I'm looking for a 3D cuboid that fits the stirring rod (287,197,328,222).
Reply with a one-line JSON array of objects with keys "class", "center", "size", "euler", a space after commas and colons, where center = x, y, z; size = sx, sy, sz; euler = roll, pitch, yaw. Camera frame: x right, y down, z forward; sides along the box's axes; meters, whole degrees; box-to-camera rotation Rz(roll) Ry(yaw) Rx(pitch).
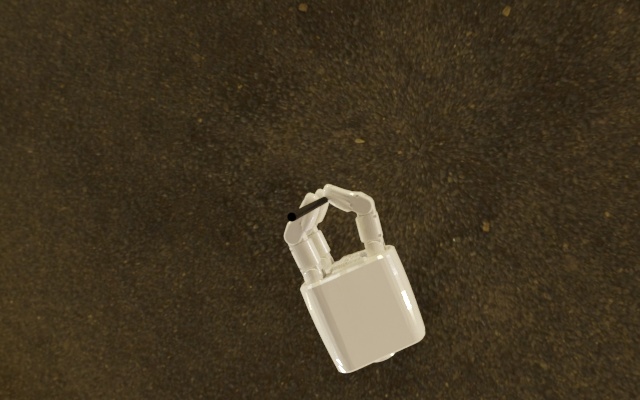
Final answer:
[{"class": "stirring rod", "center": [0.000, 0.002, 0.518], "size": [0.011, 0.011, 0.239], "euler": [0, 6, 12]}]
